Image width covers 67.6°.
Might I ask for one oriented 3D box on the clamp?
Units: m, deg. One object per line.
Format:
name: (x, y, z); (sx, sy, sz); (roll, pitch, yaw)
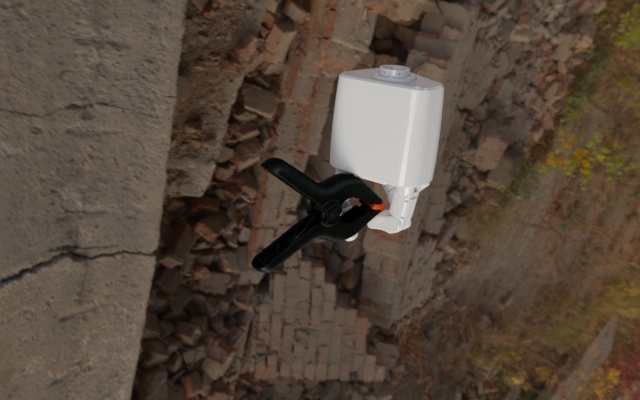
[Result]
clamp: (0.001, 0.002, 0.516); (0.171, 0.120, 0.039); (-18, 35, -36)
